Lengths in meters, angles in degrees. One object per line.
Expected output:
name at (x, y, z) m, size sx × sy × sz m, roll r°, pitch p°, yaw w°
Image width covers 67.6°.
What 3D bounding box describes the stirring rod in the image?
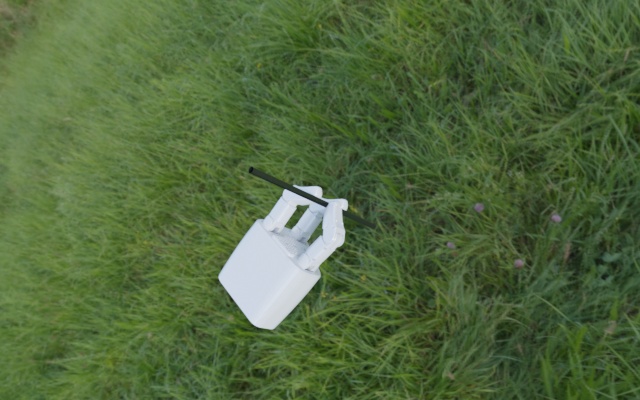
stirring rod at (0.000, 0.002, 0.622) m, size 0.011 × 0.011 × 0.239 m, roll 0°, pitch -18°, yaw 43°
